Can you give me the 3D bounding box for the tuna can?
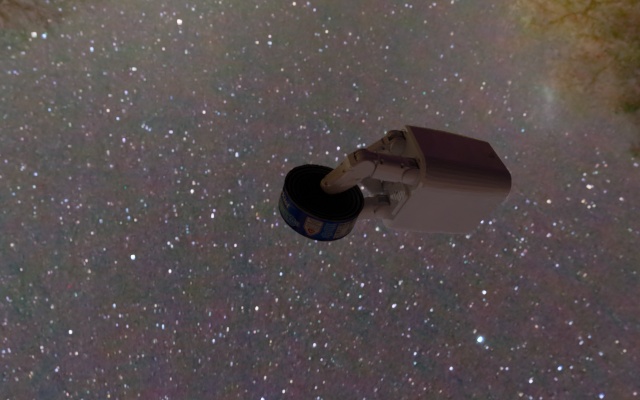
[{"bbox_3d":[0.000,0.002,0.499,0.086,0.034,0.086,13,39,-11],"label":"tuna can"}]
